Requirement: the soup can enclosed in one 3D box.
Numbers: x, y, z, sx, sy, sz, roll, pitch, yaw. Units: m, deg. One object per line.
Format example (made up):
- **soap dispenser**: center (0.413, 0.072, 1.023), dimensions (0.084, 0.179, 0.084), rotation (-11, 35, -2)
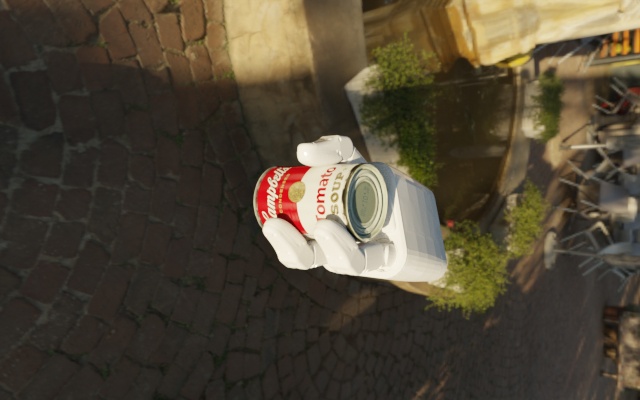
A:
- **soup can**: center (0.000, 0.001, 0.426), dimensions (0.102, 0.068, 0.068), rotation (1, 0, 38)
